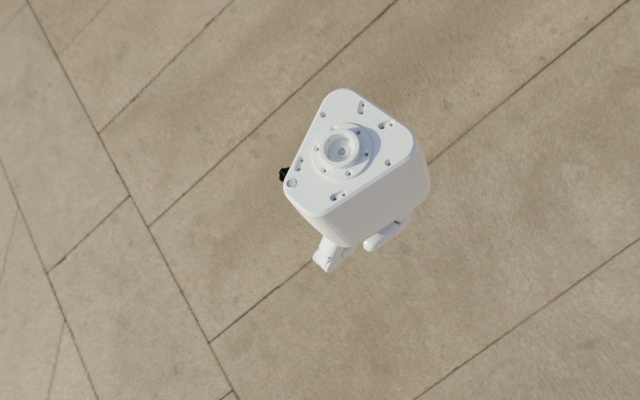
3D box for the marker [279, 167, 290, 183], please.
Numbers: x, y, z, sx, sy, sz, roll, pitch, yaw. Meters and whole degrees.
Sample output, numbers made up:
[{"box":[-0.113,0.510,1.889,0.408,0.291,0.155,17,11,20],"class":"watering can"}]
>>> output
[{"box":[0.000,0.002,0.506,0.121,0.020,0.020,39,17,23],"class":"marker"}]
